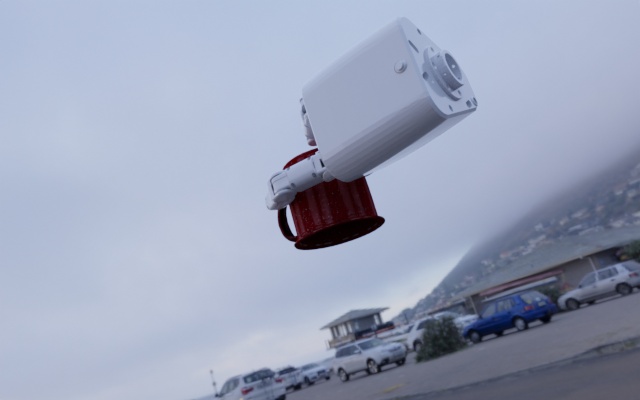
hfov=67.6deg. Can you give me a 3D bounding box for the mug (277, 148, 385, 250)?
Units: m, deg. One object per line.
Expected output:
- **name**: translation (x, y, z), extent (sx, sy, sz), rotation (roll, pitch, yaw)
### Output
- **mug**: translation (-0.001, 0.002, 0.489), extent (0.117, 0.081, 0.093), rotation (-29, -21, 36)
